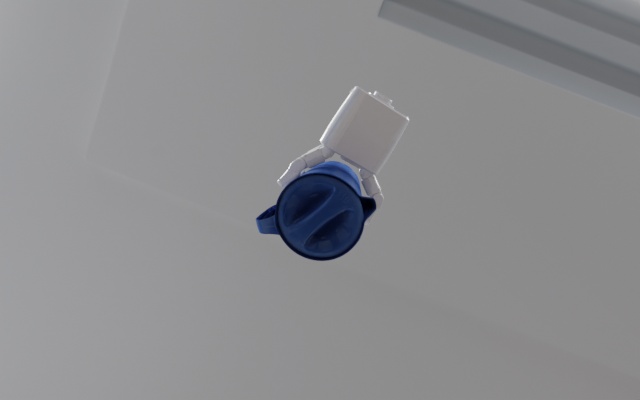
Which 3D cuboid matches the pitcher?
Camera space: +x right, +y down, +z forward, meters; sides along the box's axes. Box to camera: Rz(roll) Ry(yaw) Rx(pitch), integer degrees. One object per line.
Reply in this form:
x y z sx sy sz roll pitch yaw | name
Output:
0.000 0.003 0.806 0.149 0.145 0.242 31 13 -1 | pitcher
